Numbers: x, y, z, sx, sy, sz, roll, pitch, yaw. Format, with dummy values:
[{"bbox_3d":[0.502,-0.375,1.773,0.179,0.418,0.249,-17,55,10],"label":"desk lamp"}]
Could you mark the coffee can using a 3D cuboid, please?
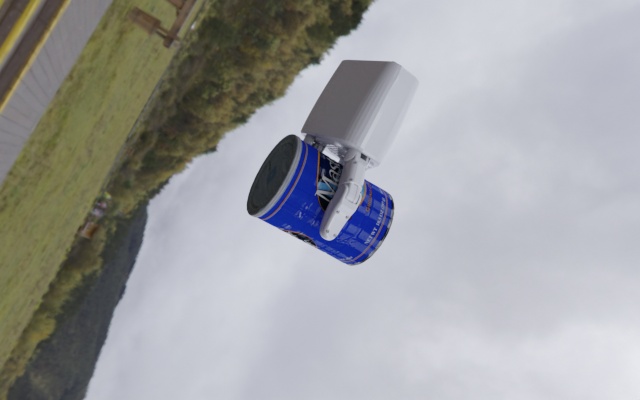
[{"bbox_3d":[0.000,0.002,0.558,0.140,0.103,0.103,30,-13,-24],"label":"coffee can"}]
